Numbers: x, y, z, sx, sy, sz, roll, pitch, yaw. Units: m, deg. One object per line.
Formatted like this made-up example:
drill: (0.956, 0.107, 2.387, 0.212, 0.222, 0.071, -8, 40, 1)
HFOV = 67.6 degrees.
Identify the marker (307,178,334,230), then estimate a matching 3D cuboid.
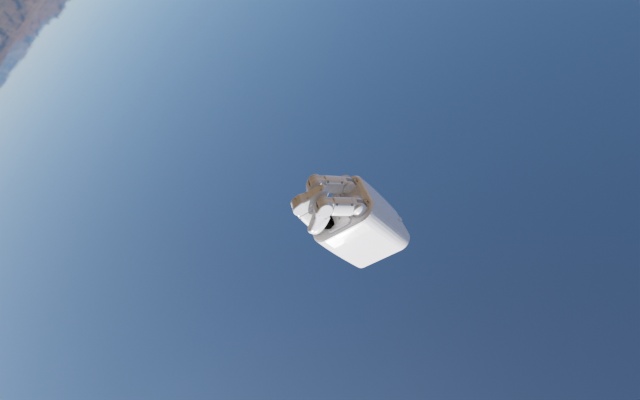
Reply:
marker: (0.000, 0.002, 0.736, 0.020, 0.020, 0.121, 0, 37, -15)
